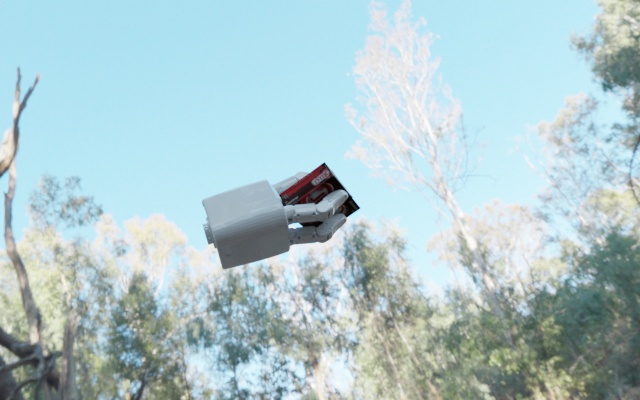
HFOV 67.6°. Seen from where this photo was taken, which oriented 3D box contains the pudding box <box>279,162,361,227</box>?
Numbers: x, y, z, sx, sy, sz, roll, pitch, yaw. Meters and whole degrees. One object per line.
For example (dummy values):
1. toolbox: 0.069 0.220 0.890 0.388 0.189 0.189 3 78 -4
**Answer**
1. pudding box: 0.000 0.002 0.746 0.090 0.039 0.113 -35 -36 7
